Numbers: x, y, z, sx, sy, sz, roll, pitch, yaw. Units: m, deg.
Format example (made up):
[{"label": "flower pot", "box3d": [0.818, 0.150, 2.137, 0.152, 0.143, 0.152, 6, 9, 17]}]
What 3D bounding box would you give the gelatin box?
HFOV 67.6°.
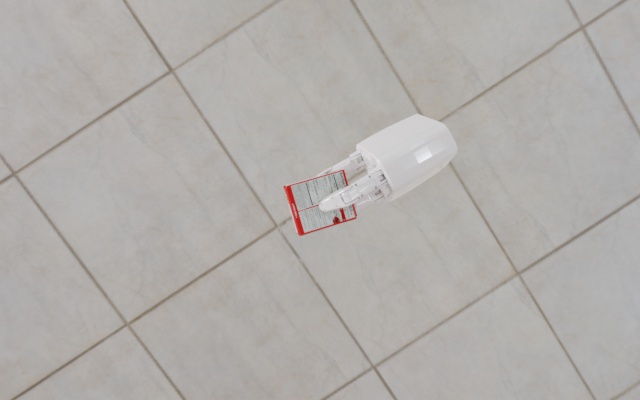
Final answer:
[{"label": "gelatin box", "box3d": [0.000, 0.002, 0.676, 0.089, 0.073, 0.030, -17, 6, -9]}]
